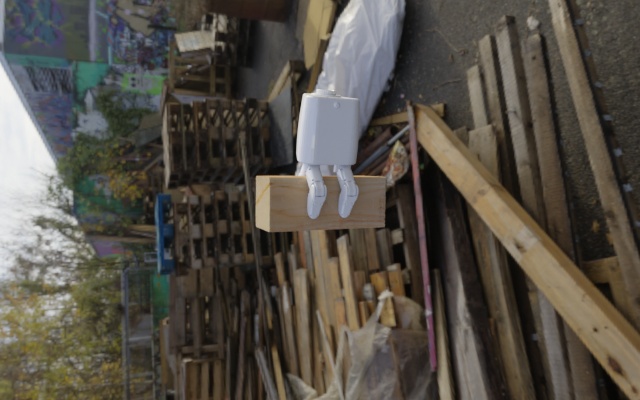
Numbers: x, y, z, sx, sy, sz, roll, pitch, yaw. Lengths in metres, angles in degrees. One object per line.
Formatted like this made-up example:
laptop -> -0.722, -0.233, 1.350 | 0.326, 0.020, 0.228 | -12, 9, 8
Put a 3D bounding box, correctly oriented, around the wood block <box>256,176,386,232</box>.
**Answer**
wood block -> 0.000, 0.002, 0.821 | 0.206, 0.090, 0.091 | -1, 4, -22
